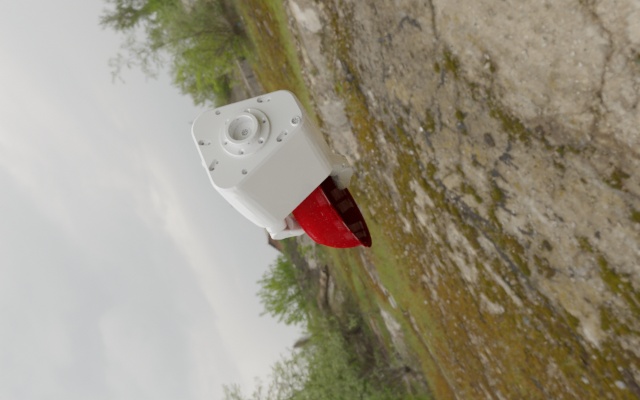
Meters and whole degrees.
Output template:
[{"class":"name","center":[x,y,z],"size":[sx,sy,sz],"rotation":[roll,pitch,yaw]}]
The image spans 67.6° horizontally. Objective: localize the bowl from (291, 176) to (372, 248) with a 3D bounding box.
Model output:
[{"class":"bowl","center":[0.000,0.003,0.605],"size":[0.055,0.162,0.162],"rotation":[-33,-8,12]}]
